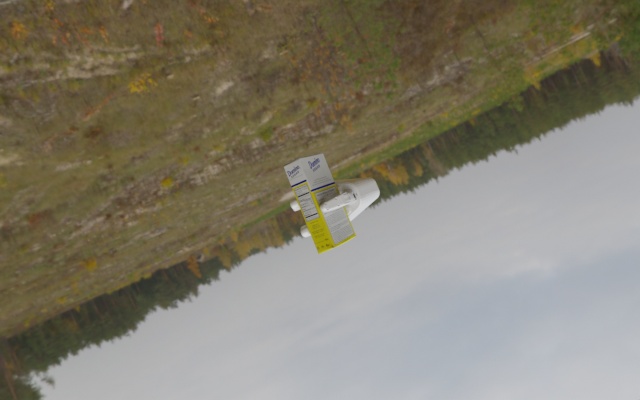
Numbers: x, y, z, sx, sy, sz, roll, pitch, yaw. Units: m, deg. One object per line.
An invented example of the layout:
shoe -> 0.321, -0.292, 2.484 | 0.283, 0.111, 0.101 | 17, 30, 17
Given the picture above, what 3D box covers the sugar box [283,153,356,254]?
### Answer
sugar box -> 0.000, 0.003, 0.900 | 0.048, 0.176, 0.093 | -25, -2, 32
